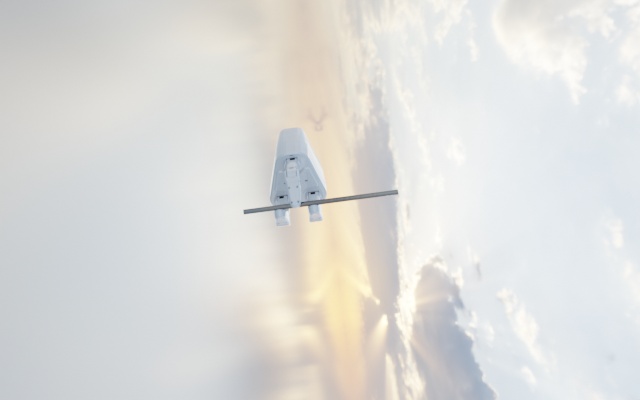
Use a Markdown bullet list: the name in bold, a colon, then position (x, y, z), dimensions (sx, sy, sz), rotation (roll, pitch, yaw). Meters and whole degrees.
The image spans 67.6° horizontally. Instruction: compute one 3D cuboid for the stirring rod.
- **stirring rod**: position (0.000, 0.002, 0.739), dimensions (0.239, 0.011, 0.011), rotation (-7, 0, 1)
